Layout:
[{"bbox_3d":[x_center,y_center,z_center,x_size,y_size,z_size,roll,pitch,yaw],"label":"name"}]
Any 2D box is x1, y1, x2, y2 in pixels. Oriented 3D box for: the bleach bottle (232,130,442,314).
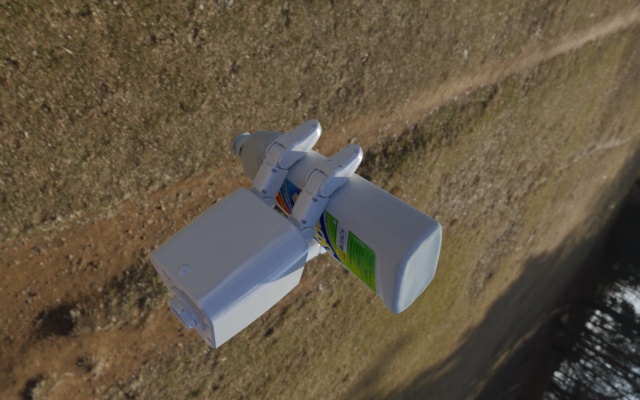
[{"bbox_3d":[0.000,0.002,0.487,0.250,0.103,0.068,34,59,31],"label":"bleach bottle"}]
